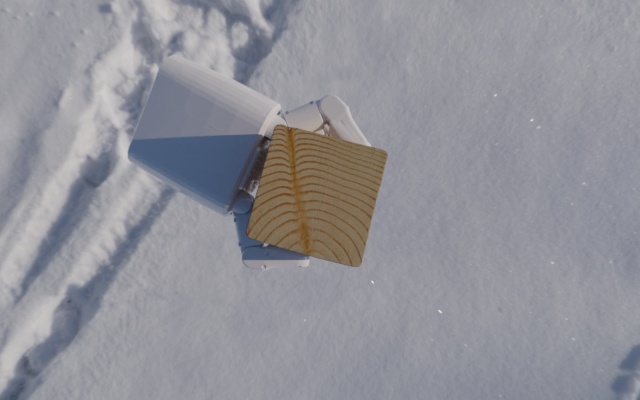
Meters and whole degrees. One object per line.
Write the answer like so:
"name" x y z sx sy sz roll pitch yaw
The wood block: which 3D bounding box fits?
"wood block" 0.000 0.002 0.453 0.090 0.091 0.206 15 -2 2
